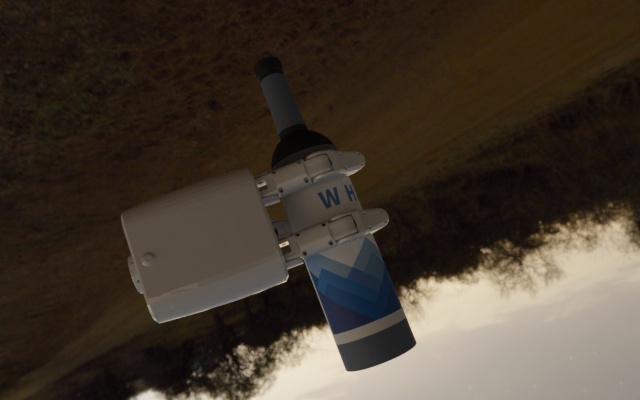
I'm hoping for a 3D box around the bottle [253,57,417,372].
[{"bbox_3d":[0.000,0.002,0.442,0.069,0.295,0.069,-21,-10,-4],"label":"bottle"}]
